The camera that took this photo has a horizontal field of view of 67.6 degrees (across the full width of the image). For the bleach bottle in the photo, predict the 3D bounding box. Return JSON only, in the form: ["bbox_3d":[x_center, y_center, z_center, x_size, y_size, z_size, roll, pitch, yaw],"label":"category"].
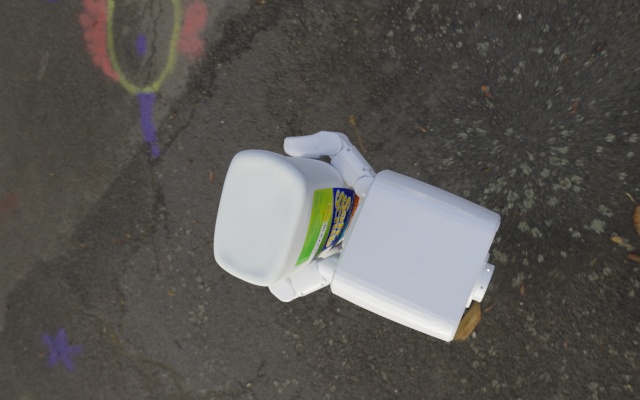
[{"bbox_3d":[0.000,0.002,0.459,0.068,0.102,0.251,21,14,20],"label":"bleach bottle"}]
